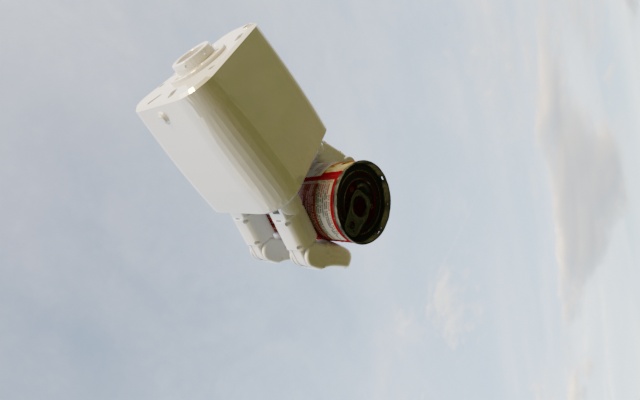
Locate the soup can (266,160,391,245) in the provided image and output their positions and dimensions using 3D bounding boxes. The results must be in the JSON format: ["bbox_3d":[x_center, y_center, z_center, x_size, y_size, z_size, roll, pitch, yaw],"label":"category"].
[{"bbox_3d":[0.000,0.002,0.416,0.068,0.068,0.102,0,0,-45],"label":"soup can"}]
